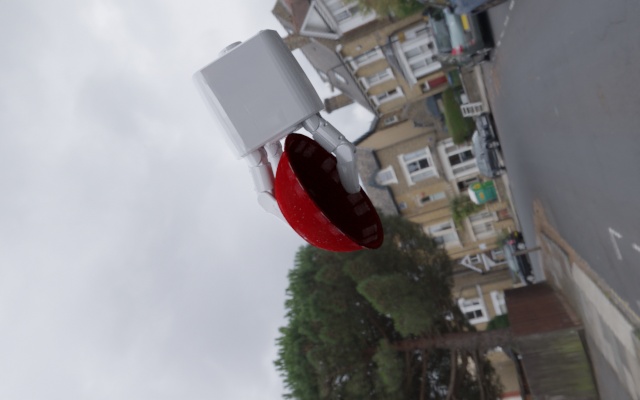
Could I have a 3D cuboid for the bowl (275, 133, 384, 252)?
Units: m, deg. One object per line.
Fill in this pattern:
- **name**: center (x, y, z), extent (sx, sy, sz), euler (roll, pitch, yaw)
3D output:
- **bowl**: center (0.001, 0.003, 0.544), extent (0.055, 0.162, 0.162), euler (-40, -17, 21)
